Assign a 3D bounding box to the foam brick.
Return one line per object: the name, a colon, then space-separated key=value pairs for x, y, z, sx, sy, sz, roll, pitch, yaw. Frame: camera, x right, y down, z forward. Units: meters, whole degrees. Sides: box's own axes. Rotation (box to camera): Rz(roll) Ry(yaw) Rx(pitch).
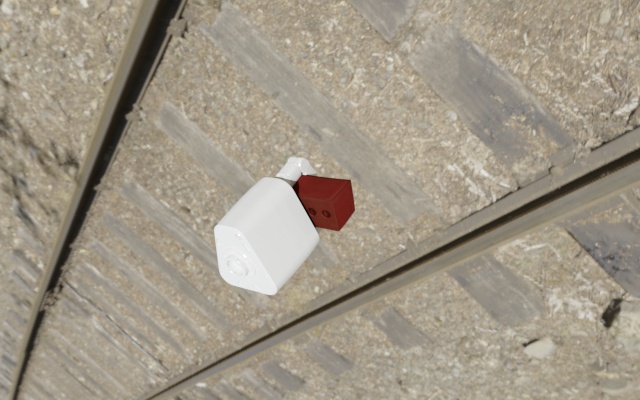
foam brick: x=0.000 y=0.002 z=0.648 sx=0.078 sy=0.053 sz=0.051 roll=8 pitch=38 yaw=30
